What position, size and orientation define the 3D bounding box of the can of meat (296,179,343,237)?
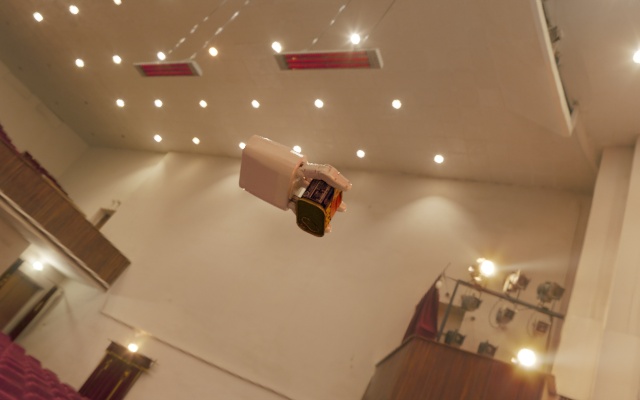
[{"bbox_3d":[0.000,0.003,0.858,0.057,0.084,0.102,23,-32,14],"label":"can of meat"}]
